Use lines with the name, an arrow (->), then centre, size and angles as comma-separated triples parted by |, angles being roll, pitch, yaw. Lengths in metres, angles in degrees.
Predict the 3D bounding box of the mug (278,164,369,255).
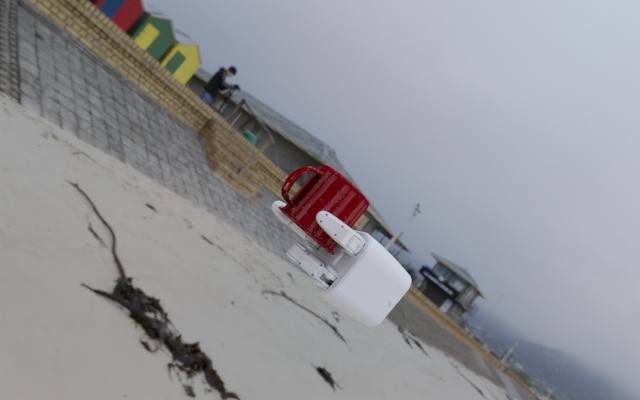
mug -> -0.001, 0.001, 0.600 | 0.117, 0.081, 0.093 | 42, -3, -33
